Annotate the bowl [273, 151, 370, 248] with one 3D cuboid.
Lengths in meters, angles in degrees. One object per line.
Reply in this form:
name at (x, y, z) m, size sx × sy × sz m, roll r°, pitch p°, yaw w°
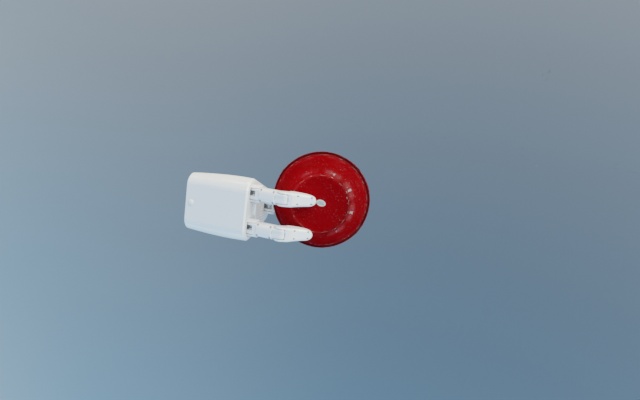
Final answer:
bowl at (0.001, 0.002, 0.769) m, size 0.162 × 0.162 × 0.055 m, roll 0°, pitch 7°, yaw 3°
